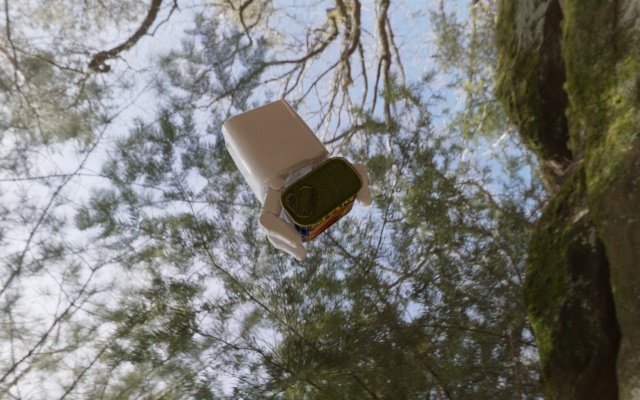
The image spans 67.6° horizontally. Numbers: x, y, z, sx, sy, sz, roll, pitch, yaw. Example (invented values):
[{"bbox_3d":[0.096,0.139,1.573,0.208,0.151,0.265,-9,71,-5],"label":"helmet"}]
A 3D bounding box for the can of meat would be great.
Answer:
[{"bbox_3d":[0.000,0.002,0.617,0.102,0.057,0.084,-36,-15,-14],"label":"can of meat"}]
